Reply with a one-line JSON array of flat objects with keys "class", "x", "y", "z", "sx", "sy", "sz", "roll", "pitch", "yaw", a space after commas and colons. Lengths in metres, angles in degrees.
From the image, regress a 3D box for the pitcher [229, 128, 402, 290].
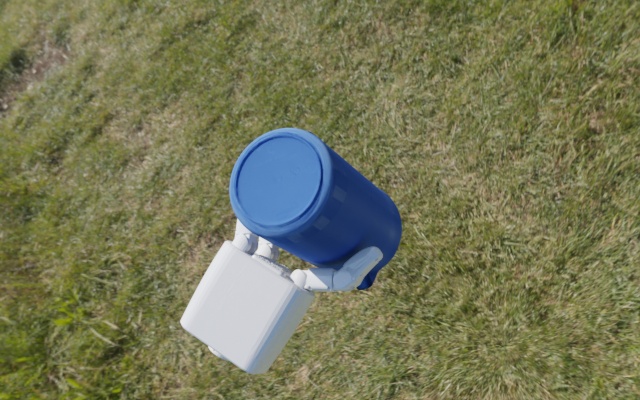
[{"class": "pitcher", "x": 0.000, "y": 0.002, "z": 0.545, "sx": 0.149, "sy": 0.145, "sz": 0.243, "roll": 29, "pitch": -3, "yaw": 26}]
